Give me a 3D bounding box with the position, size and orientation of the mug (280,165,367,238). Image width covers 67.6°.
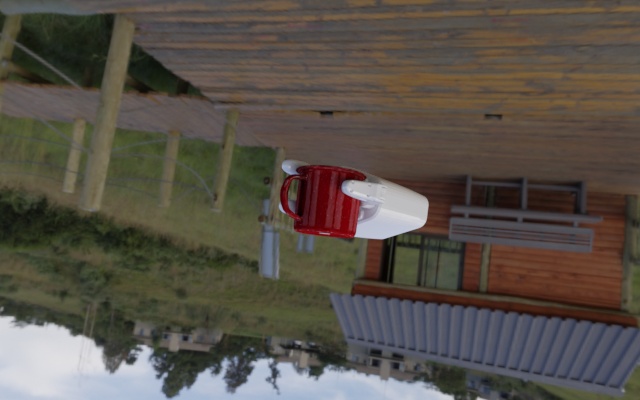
[{"bbox_3d":[-0.001,0.002,0.610,0.117,0.081,0.093,13,-10,-37],"label":"mug"}]
